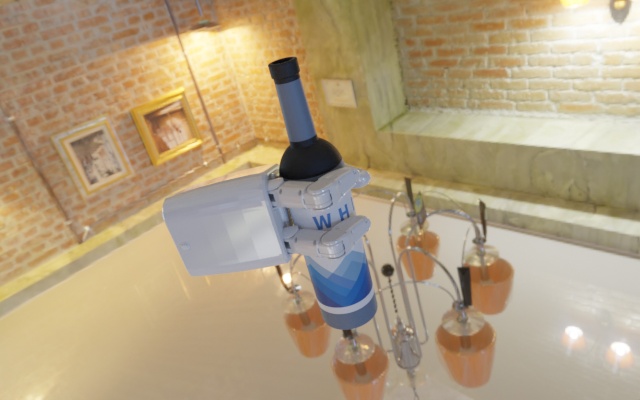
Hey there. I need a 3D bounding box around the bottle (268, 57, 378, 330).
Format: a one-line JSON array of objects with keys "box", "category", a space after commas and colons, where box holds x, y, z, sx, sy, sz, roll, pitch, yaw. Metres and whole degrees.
[{"box": [0.000, 0.002, 0.494, 0.069, 0.296, 0.069, -12, 27, 6], "category": "bottle"}]
